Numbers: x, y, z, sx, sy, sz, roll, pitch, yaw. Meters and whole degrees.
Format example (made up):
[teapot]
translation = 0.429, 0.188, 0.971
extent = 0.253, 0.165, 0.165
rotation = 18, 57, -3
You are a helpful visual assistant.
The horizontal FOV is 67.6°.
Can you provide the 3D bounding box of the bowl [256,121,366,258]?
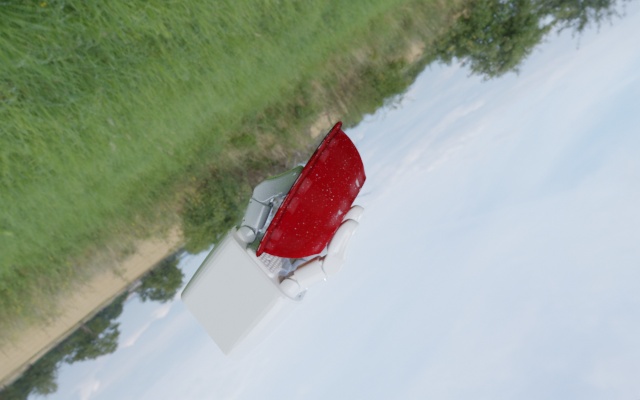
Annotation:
[bowl]
translation = 0.001, 0.001, 0.486
extent = 0.055, 0.162, 0.162
rotation = 32, 1, 1
